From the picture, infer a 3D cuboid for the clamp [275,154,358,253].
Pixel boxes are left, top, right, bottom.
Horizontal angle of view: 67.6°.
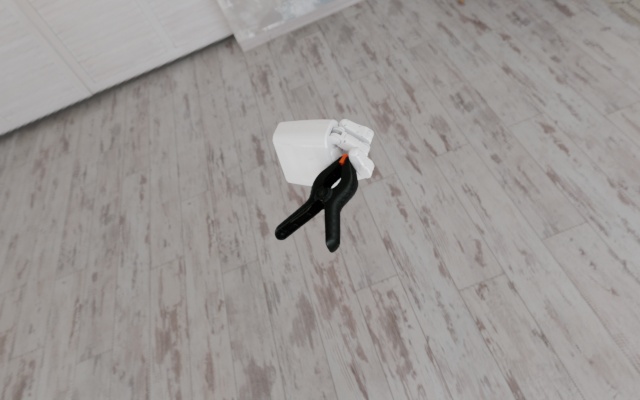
[{"bbox_3d":[0.000,0.002,0.741,0.120,0.171,0.039,4,-36,30],"label":"clamp"}]
